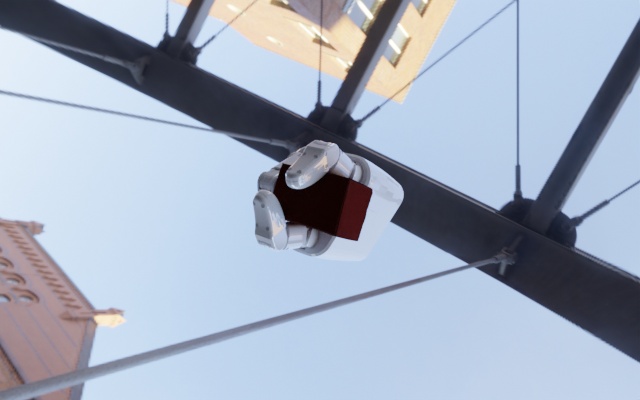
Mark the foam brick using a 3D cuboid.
[{"bbox_3d":[0.000,0.002,0.444,0.078,0.053,0.051,16,-2,32],"label":"foam brick"}]
